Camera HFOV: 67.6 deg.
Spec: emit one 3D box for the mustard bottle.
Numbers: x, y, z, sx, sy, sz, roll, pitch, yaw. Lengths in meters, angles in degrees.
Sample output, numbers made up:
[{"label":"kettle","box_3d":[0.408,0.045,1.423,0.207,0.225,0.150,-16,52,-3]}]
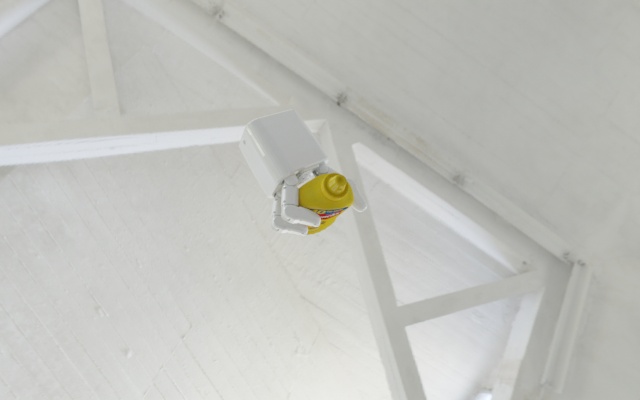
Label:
[{"label":"mustard bottle","box_3d":[0.000,0.003,0.767,0.096,0.058,0.192,-2,-20,-20]}]
